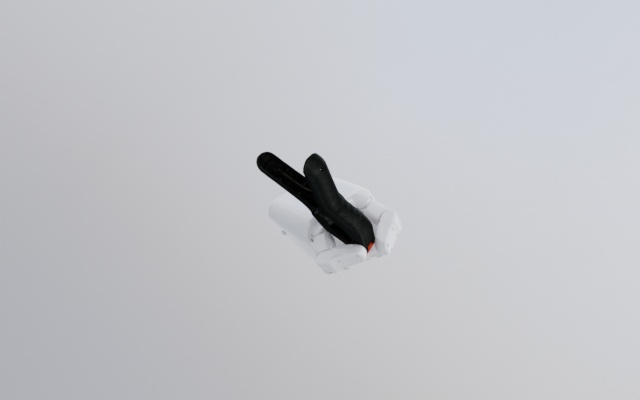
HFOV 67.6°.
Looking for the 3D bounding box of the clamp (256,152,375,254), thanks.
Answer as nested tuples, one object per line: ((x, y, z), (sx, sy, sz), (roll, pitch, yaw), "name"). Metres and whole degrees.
((0.001, 0.001, 0.546), (0.120, 0.039, 0.171), (25, -22, 51), "clamp")
